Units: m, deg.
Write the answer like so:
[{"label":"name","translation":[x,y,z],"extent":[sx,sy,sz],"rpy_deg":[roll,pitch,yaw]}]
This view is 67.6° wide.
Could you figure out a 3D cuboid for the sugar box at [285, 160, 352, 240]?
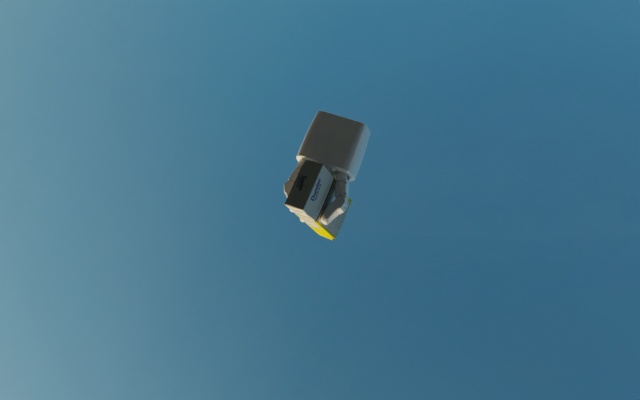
[{"label":"sugar box","translation":[0.000,0.003,0.899],"extent":[0.048,0.093,0.176],"rpy_deg":[17,-15,29]}]
